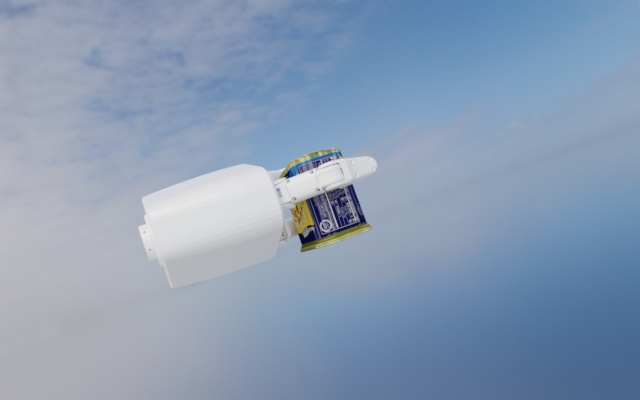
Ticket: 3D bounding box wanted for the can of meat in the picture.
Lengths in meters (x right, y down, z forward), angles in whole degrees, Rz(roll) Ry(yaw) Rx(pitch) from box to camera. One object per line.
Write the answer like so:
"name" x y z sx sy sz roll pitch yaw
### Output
"can of meat" 0.000 0.001 0.474 0.057 0.084 0.102 -19 -4 -16
